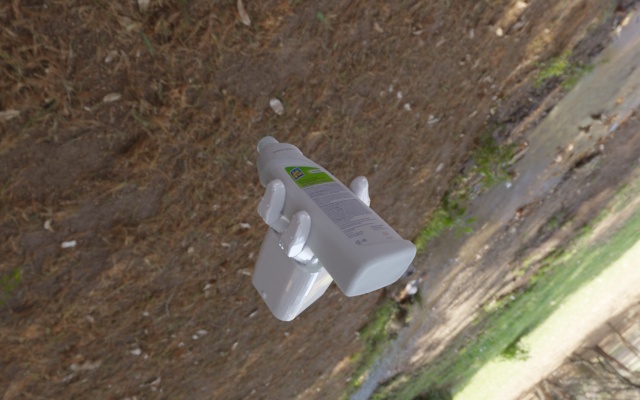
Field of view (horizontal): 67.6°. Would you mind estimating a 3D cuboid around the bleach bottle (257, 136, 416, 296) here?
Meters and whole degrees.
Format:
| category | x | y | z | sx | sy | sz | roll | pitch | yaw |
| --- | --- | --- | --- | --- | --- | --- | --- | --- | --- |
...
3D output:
| category | x | y | z | sx | sy | sz | roll | pitch | yaw |
| --- | --- | --- | --- | --- | --- | --- | --- | --- | --- |
| bleach bottle | 0.000 | 0.002 | 0.600 | 0.102 | 0.068 | 0.250 | -9 | 46 | -41 |
